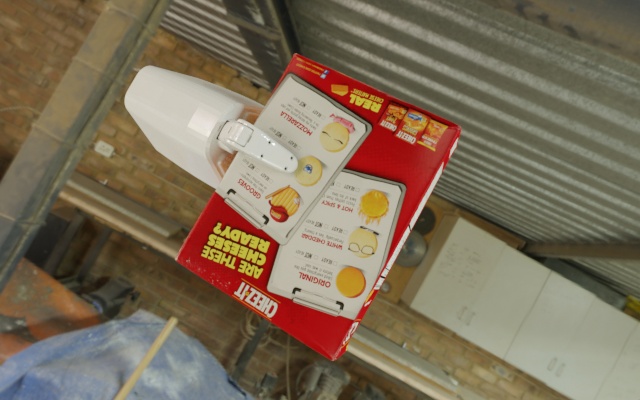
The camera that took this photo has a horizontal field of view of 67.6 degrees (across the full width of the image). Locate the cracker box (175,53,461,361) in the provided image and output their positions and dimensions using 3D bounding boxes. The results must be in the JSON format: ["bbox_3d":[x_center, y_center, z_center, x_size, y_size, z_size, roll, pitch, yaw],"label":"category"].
[{"bbox_3d":[0.000,0.001,0.426,0.164,0.213,0.072,28,-3,17],"label":"cracker box"}]
